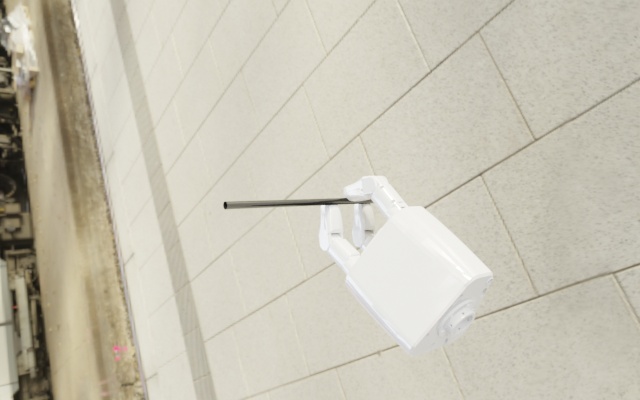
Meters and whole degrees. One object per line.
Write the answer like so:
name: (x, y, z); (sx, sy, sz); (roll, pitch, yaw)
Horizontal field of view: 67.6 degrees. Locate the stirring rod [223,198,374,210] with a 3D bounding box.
stirring rod: (0.000, 0.002, 0.537); (0.239, 0.011, 0.011); (-2, 1, -40)
